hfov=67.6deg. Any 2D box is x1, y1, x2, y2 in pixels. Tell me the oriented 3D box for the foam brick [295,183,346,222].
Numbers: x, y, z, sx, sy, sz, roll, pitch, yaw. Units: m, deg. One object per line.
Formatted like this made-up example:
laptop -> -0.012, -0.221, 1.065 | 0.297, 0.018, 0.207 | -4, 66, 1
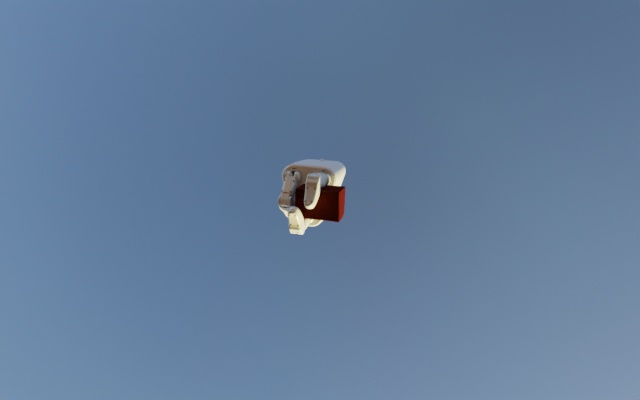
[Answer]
foam brick -> 0.000, 0.003, 0.809 | 0.078, 0.053, 0.051 | 6, 14, 14
